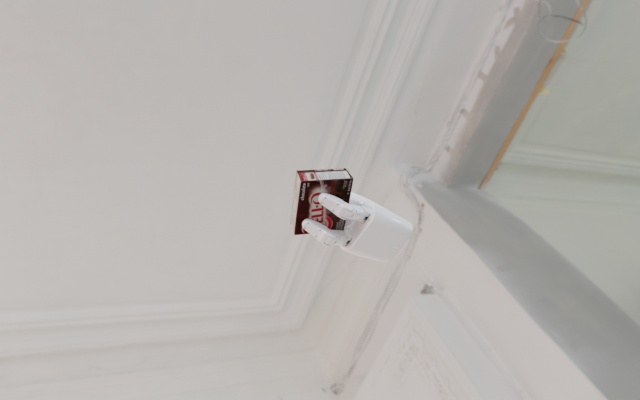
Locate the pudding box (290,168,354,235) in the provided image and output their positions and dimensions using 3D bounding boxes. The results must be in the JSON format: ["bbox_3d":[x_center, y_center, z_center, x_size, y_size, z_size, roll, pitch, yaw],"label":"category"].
[{"bbox_3d":[0.000,0.003,0.799,0.090,0.114,0.039,-5,35,-18],"label":"pudding box"}]
